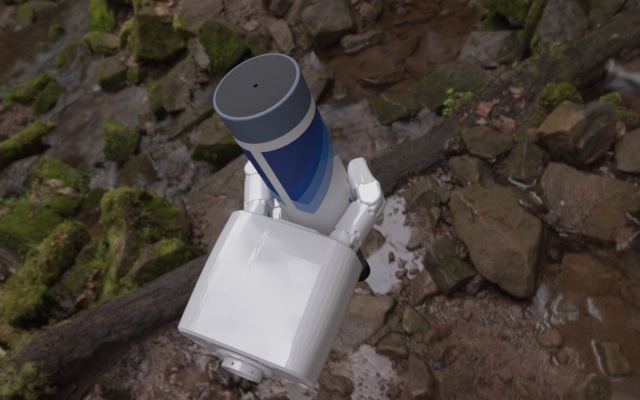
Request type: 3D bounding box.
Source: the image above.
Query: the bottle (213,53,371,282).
[{"bbox_3d":[0.000,0.001,0.447,0.069,0.069,0.296,0,-34,22],"label":"bottle"}]
